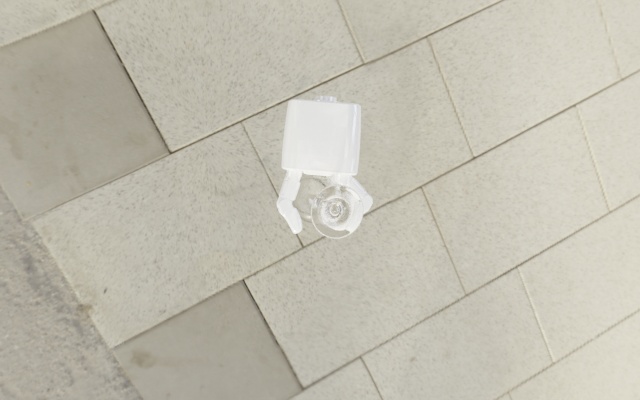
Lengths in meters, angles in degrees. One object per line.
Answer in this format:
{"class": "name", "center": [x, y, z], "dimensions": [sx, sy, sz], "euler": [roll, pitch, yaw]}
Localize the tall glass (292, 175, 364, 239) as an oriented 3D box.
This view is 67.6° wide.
{"class": "tall glass", "center": [0.000, 0.003, 0.739], "dimensions": [0.079, 0.079, 0.201], "euler": [0, 7, -14]}
